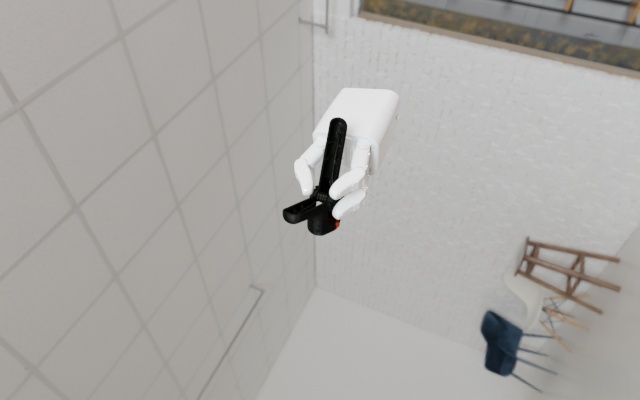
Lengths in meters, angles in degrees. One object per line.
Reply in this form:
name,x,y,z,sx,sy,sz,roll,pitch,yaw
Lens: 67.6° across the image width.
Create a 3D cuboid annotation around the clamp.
clamp,0.000,0.002,0.700,0.036,0.164,0.210,21,-28,17
